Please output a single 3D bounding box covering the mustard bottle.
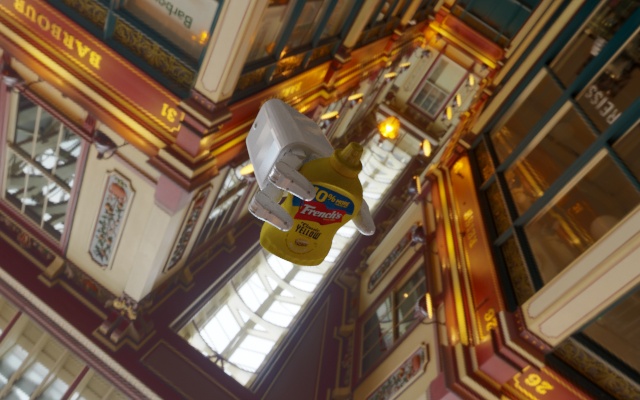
[{"bbox_3d":[0.000,0.002,0.618,0.096,0.192,0.058,23,35,-14],"label":"mustard bottle"}]
